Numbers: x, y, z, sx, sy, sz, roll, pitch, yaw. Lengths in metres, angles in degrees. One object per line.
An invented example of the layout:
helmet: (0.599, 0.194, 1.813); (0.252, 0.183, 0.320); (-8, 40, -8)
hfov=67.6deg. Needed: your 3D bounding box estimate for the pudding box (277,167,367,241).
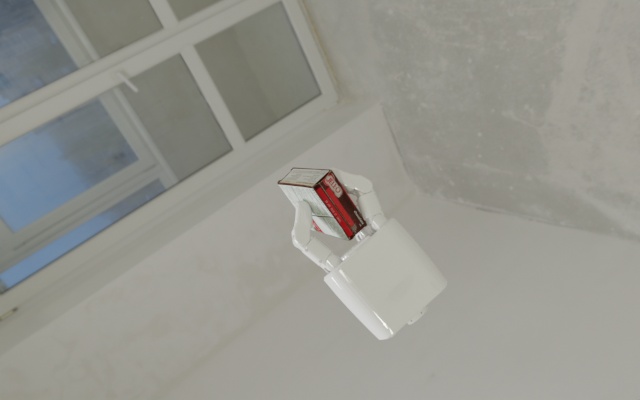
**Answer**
pudding box: (0.000, 0.002, 0.630); (0.039, 0.090, 0.113); (-42, 23, -20)
